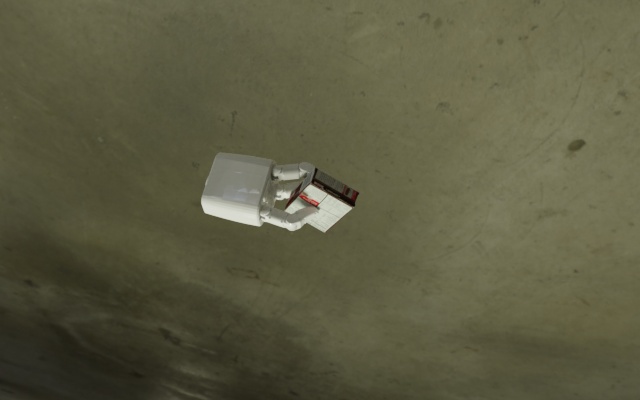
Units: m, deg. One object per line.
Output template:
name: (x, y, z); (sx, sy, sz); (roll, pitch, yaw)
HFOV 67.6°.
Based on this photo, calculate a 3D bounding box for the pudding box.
pudding box: (0.000, 0.003, 0.835); (0.090, 0.039, 0.113); (29, -36, -13)
